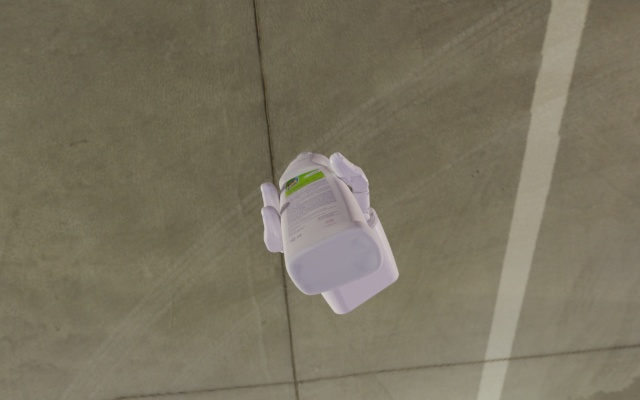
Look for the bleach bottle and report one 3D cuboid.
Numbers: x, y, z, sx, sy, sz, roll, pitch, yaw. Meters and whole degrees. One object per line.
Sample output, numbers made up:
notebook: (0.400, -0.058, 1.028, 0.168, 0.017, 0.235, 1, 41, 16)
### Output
bleach bottle: (0.000, 0.002, 0.591, 0.102, 0.068, 0.250, -23, 31, 7)
